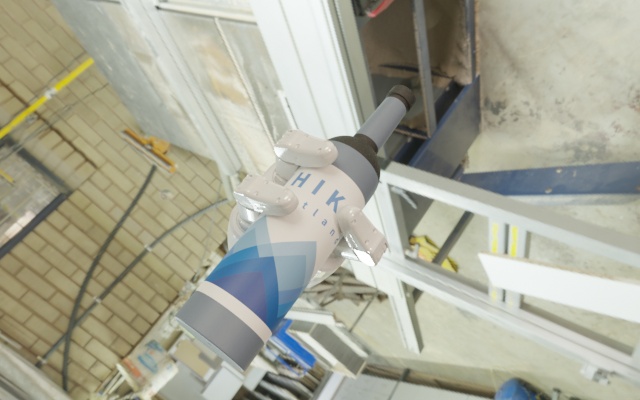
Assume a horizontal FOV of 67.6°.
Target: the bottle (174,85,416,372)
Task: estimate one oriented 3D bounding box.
[{"bbox_3d":[0.000,0.002,0.413,0.069,0.295,0.069,31,-25,16],"label":"bottle"}]
